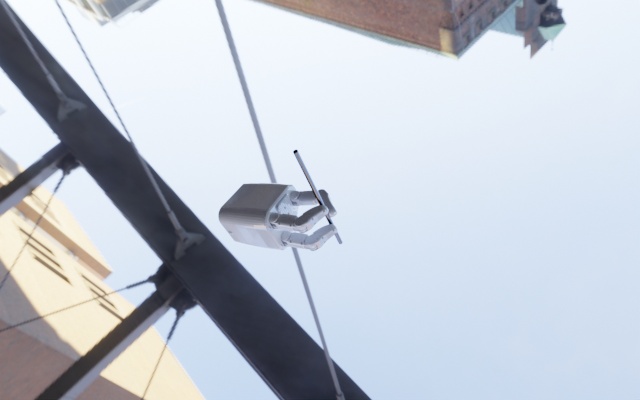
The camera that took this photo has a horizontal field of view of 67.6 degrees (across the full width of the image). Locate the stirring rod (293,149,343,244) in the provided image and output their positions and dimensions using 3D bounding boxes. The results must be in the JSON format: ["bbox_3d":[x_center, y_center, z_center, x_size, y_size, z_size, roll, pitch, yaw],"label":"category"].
[{"bbox_3d":[0.000,0.002,0.784,0.011,0.011,0.240,0,-38,23],"label":"stirring rod"}]
